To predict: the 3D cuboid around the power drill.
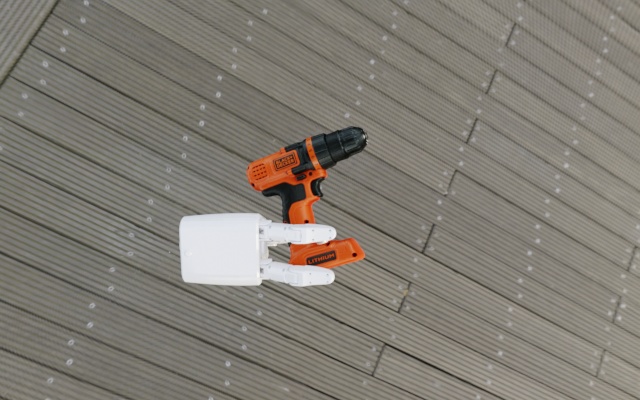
[{"bbox_3d":[0.000,0.003,0.676,0.184,0.187,0.057,-20,-11,15],"label":"power drill"}]
